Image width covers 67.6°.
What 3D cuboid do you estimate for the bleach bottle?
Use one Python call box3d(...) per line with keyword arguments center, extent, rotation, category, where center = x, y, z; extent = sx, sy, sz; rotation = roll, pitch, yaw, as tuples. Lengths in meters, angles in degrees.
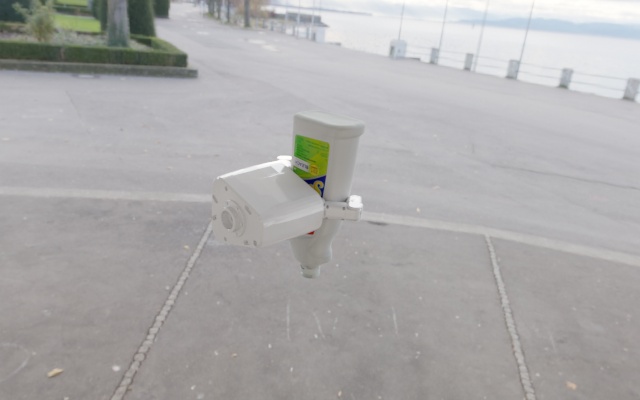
box3d(center=(0.000, 0.002, 0.697), extent=(0.102, 0.251, 0.068), rotation=(23, 28, 37), category="bleach bottle")
